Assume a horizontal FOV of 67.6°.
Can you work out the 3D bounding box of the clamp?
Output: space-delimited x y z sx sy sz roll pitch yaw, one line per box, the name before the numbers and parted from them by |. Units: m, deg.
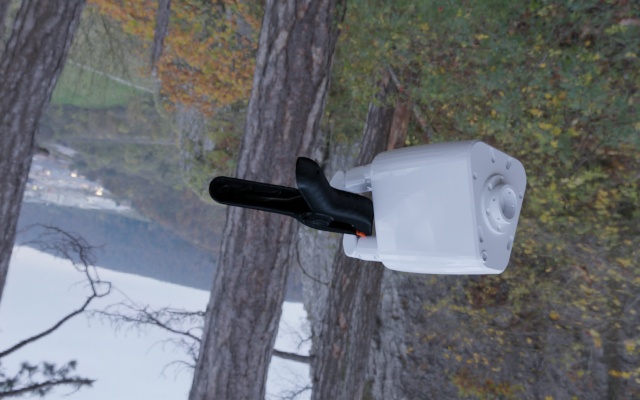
clamp | 0.000 0.002 0.432 0.171 0.039 0.120 15 -13 -38
